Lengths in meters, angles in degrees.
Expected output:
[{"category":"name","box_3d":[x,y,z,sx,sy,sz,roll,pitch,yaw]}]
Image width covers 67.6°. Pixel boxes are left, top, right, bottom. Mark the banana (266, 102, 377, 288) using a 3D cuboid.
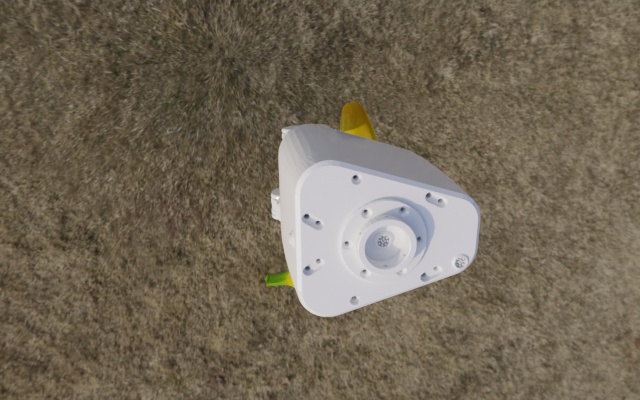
[{"category":"banana","box_3d":[0.016,0.011,0.441,0.069,0.198,0.037,22,15,-11]}]
